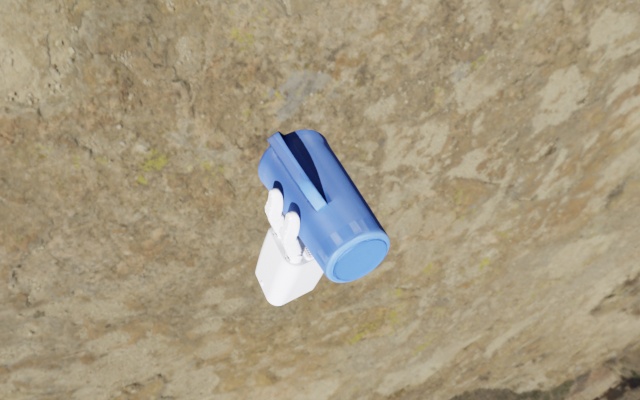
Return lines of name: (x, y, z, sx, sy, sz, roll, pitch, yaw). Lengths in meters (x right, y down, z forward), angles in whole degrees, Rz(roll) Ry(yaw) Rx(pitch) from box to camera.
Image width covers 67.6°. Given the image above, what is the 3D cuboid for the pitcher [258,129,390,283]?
pitcher: (0.000, 0.003, 0.752, 0.149, 0.145, 0.242, -4, 44, -33)
